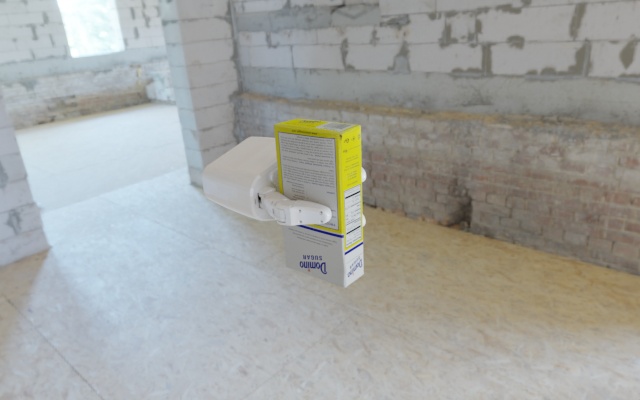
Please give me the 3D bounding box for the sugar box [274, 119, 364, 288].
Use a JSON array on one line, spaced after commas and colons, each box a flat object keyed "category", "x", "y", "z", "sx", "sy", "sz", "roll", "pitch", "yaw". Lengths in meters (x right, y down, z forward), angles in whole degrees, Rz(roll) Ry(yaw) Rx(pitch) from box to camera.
[{"category": "sugar box", "x": 0.000, "y": 0.001, "z": 0.537, "sx": 0.093, "sy": 0.176, "sz": 0.048, "roll": 14, "pitch": 28, "yaw": 37}]
